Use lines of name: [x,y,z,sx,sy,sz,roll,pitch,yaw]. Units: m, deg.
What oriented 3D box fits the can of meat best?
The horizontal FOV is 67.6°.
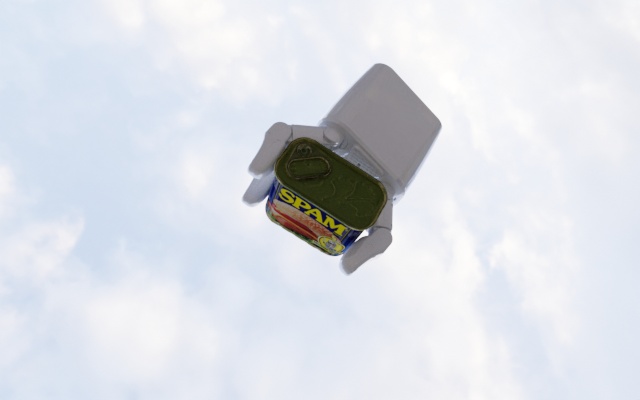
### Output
can of meat: [0.000,0.002,0.454,0.102,0.057,0.084,32,-30,1]
